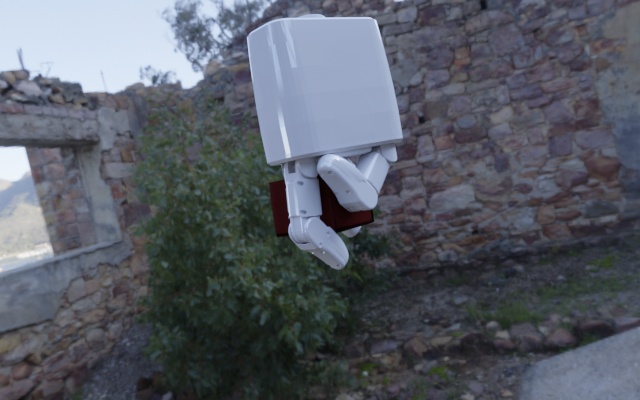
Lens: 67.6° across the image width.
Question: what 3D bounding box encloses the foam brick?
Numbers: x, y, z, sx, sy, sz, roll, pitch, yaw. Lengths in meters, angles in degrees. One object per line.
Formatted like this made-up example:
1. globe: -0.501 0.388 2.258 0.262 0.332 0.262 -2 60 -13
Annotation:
1. foam brick: 0.000 0.002 0.427 0.078 0.051 0.053 -8 3 44
